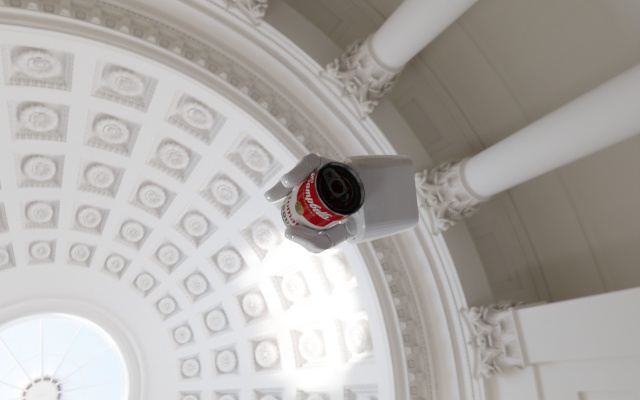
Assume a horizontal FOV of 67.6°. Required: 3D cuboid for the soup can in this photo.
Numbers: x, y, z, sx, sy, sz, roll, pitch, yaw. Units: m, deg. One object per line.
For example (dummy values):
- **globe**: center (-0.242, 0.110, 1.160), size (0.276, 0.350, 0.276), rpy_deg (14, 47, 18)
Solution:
- **soup can**: center (0.000, 0.002, 0.604), size (0.068, 0.068, 0.102), rpy_deg (0, -19, -30)
